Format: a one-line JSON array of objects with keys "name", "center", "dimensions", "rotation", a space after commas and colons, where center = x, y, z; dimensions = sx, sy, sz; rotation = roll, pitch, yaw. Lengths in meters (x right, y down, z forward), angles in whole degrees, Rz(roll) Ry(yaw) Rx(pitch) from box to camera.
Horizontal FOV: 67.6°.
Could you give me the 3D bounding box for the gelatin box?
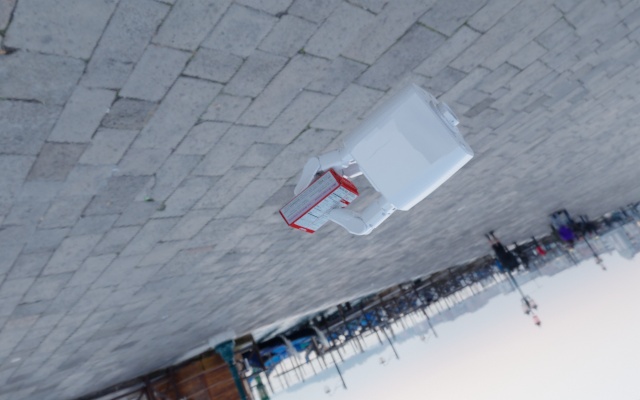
[{"name": "gelatin box", "center": [0.000, 0.003, 0.620], "dimensions": [0.089, 0.030, 0.073], "rotation": [-40, -22, 11]}]
